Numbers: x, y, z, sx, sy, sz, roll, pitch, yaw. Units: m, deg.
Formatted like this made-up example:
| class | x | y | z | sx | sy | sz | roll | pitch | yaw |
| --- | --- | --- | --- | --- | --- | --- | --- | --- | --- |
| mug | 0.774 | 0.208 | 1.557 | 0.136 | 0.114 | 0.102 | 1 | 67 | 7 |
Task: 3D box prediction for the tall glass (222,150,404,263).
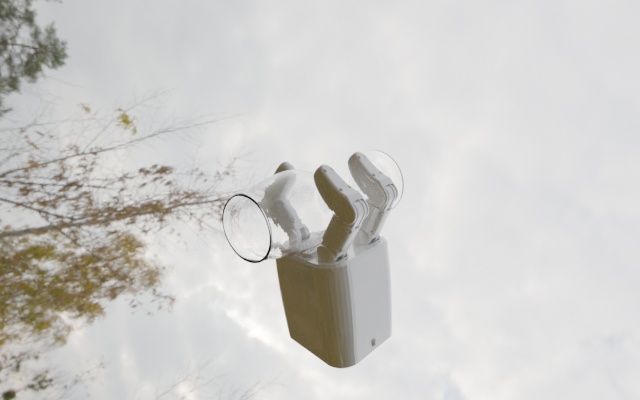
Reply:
| class | x | y | z | sx | sy | sz | roll | pitch | yaw |
| --- | --- | --- | --- | --- | --- | --- | --- | --- | --- |
| tall glass | 0.000 | 0.001 | 0.478 | 0.079 | 0.079 | 0.201 | 0 | 13 | 41 |
